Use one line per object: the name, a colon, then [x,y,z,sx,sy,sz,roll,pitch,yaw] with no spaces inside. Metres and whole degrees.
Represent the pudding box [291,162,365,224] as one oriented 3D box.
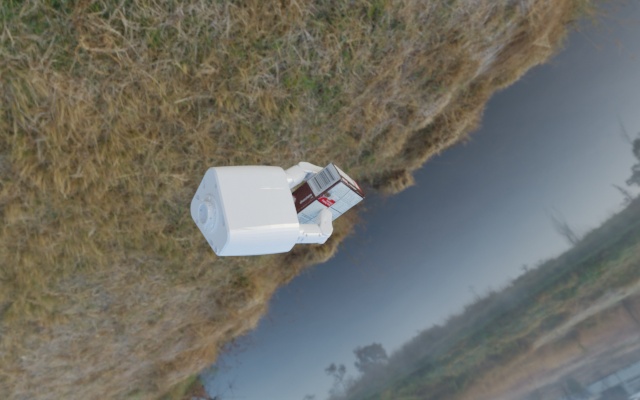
pudding box: [0.000,0.003,0.729,0.113,0.039,0.090,-35,-29,13]
